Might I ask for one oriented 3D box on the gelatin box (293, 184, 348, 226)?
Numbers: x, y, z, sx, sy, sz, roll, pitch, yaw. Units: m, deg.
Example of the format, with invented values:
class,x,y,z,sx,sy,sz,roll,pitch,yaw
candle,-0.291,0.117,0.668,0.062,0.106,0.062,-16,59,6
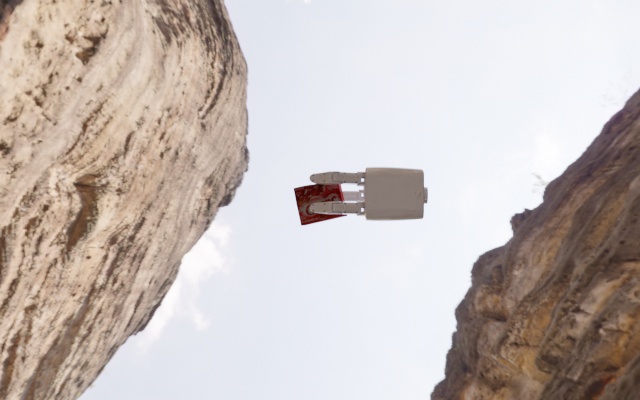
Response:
class,x,y,z,sx,sy,sz,roll,pitch,yaw
gelatin box,0.000,0.003,0.894,0.089,0.073,0.030,-13,-5,11
